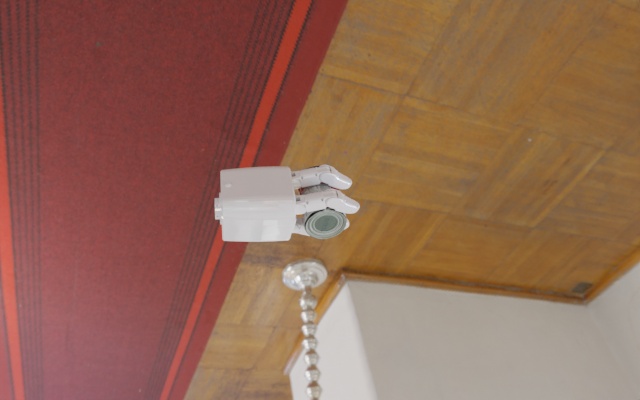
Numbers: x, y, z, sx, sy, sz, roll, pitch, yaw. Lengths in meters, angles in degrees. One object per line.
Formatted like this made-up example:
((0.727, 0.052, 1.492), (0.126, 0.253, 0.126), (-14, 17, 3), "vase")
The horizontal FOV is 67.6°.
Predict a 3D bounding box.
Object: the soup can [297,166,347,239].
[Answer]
((0.001, 0.003, 0.764), (0.068, 0.069, 0.102), (0, 44, -13), "soup can")
